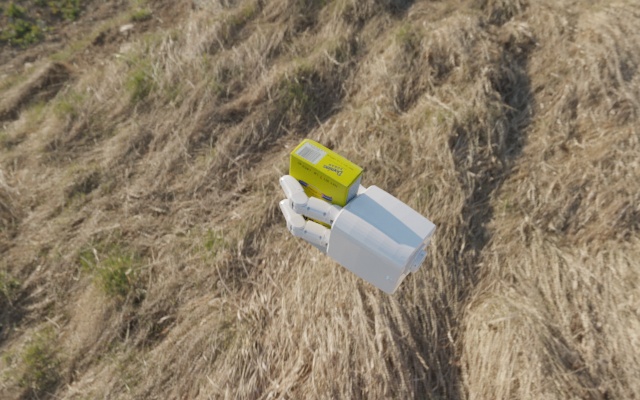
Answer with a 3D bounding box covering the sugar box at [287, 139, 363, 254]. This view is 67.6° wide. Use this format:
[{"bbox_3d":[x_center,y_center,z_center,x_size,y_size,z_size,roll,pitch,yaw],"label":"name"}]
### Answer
[{"bbox_3d":[0.000,0.003,0.684,0.093,0.176,0.048,32,54,18],"label":"sugar box"}]
